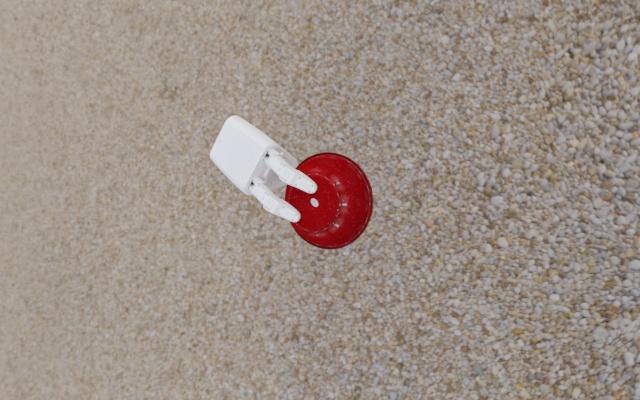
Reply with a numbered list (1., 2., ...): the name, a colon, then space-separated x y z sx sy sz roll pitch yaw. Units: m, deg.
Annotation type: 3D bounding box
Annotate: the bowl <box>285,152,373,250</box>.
1. bowl: 0.001 0.003 0.766 0.162 0.162 0.055 0 4 26
